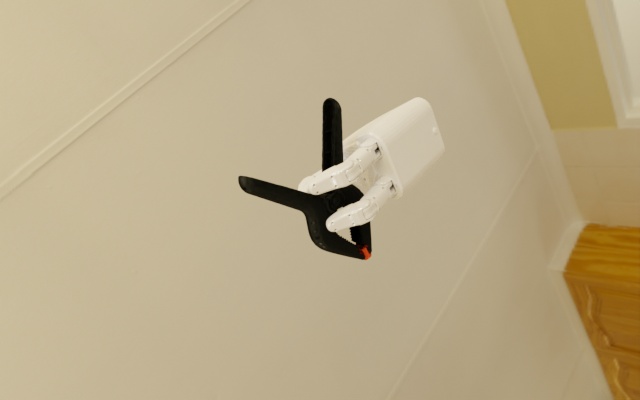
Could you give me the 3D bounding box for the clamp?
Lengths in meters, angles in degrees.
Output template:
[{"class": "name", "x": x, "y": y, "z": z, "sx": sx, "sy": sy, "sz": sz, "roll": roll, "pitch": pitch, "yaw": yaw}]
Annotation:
[{"class": "clamp", "x": 0.000, "y": 0.002, "z": 0.596, "sx": 0.164, "sy": 0.210, "sz": 0.036, "roll": -38, "pitch": 27, "yaw": -26}]
